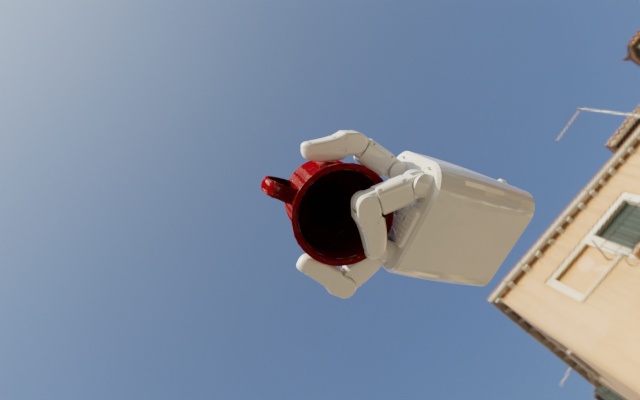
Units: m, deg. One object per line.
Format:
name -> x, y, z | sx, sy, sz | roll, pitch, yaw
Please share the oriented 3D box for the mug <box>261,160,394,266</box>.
mug -> -0.001, 0.001, 0.448 | 0.117, 0.093, 0.081 | 15, 9, -17
